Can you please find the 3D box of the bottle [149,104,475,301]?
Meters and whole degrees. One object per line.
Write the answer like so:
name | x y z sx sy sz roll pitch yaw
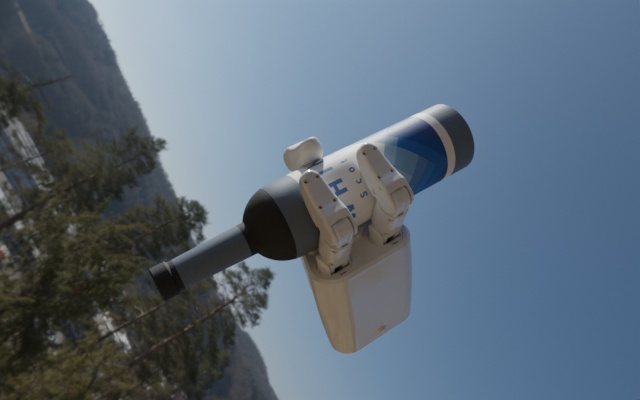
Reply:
bottle | 0.000 0.001 0.409 0.295 0.069 0.069 -27 10 -20
